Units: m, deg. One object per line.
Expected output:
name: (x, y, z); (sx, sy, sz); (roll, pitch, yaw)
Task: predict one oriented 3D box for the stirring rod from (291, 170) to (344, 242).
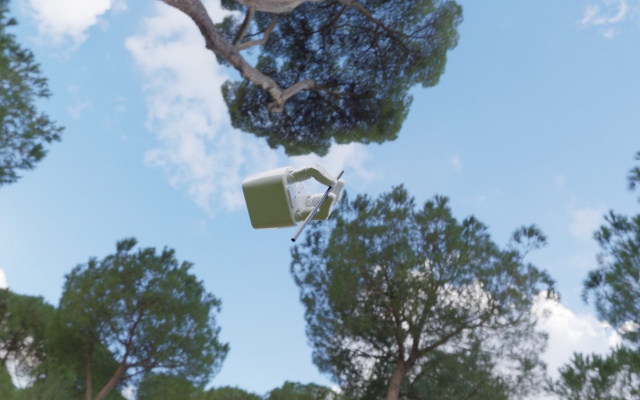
stirring rod: (0.000, 0.003, 0.850); (0.011, 0.011, 0.239); (0, 30, 25)
